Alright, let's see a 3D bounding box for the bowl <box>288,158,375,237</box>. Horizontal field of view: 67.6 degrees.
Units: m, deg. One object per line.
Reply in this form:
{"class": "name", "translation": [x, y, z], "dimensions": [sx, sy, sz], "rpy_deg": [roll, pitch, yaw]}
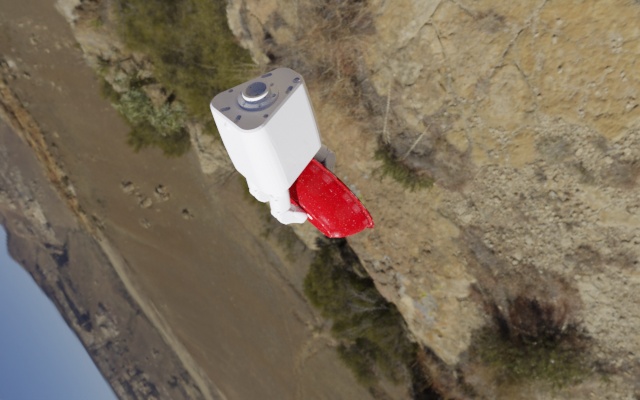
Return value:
{"class": "bowl", "translation": [0.000, 0.003, 0.688], "dimensions": [0.162, 0.055, 0.162], "rpy_deg": [42, -9, 8]}
